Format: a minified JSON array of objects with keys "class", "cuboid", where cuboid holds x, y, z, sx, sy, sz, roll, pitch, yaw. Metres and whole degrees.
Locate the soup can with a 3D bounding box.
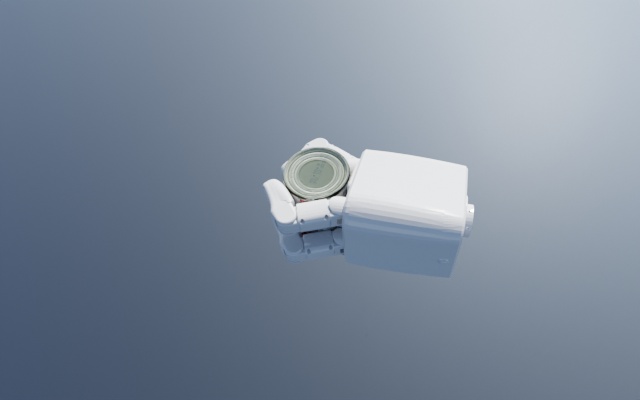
[{"class":"soup can","cuboid":[0.000,0.001,0.502,0.068,0.068,0.102,0,-35,6]}]
